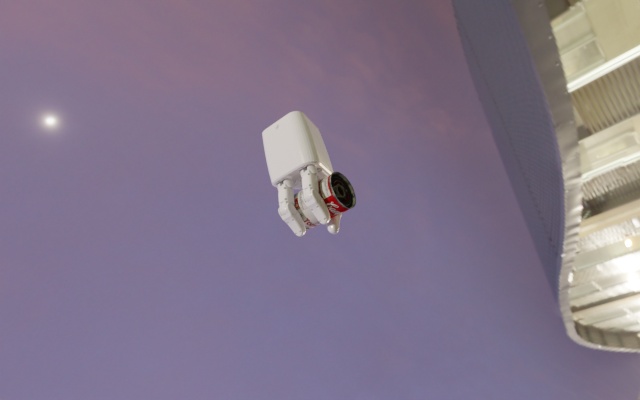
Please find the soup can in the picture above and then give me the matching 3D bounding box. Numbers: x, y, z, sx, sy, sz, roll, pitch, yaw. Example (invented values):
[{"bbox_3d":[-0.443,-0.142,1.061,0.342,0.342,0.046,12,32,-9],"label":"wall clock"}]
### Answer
[{"bbox_3d":[0.000,0.003,0.818,0.102,0.068,0.068,-28,-15,31],"label":"soup can"}]
